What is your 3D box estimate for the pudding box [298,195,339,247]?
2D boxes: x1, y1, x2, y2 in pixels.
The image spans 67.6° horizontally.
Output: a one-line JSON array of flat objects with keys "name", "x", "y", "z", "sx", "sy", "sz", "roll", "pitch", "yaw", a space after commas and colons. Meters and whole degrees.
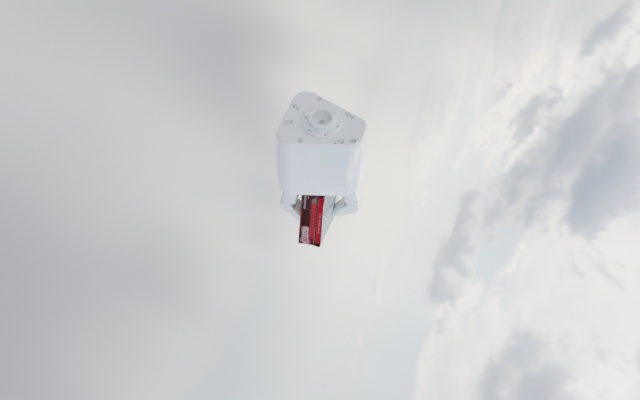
[{"name": "pudding box", "x": 0.000, "y": 0.002, "z": 0.719, "sx": 0.039, "sy": 0.090, "sz": 0.113, "roll": 13, "pitch": 31, "yaw": 12}]
